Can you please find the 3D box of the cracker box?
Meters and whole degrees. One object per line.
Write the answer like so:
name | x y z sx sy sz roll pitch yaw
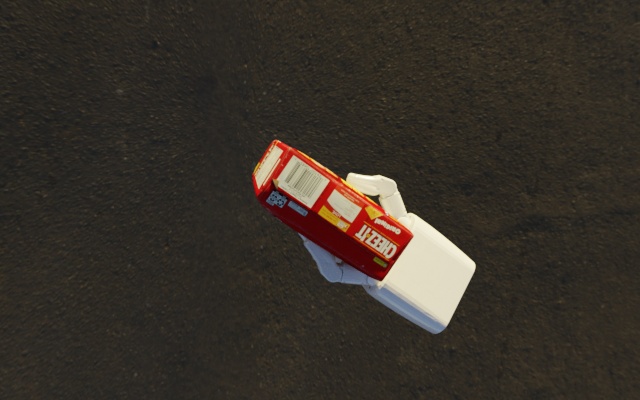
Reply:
cracker box | 0.000 0.002 0.586 0.164 0.072 0.213 34 2 -13
